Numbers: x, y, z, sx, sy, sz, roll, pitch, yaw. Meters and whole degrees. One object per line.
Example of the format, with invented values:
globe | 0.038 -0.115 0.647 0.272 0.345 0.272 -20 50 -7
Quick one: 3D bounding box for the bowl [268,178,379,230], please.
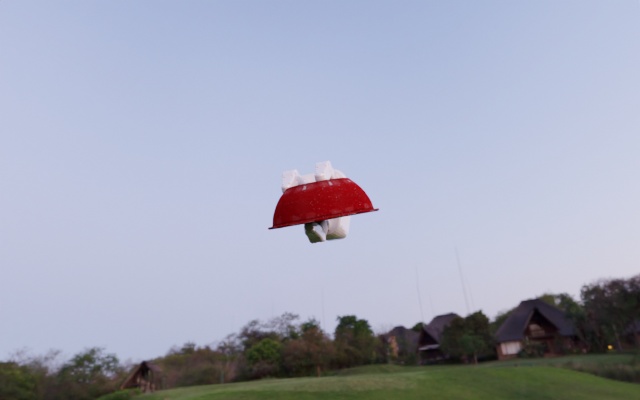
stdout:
bowl | 0.000 0.002 0.686 0.162 0.055 0.162 -10 -2 0
